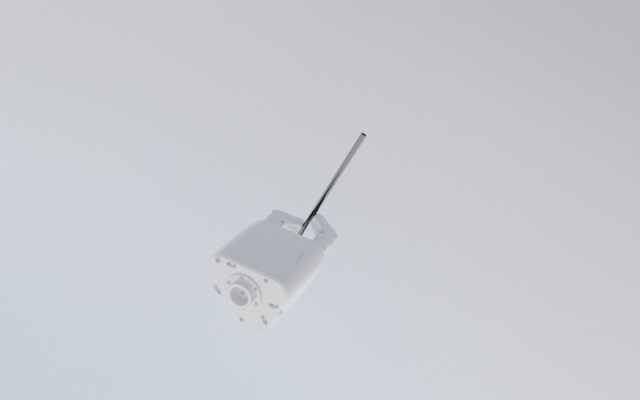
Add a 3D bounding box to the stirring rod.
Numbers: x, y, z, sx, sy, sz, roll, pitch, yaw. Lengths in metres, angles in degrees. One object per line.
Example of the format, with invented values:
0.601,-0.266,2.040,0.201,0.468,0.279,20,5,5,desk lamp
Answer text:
0.000,0.002,0.683,0.011,0.240,0.011,24,30,-15,stirring rod
